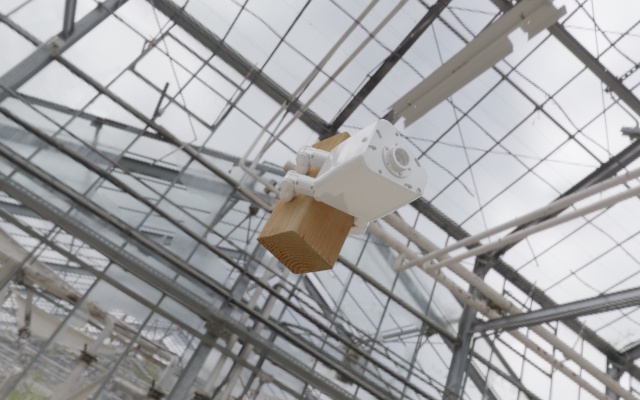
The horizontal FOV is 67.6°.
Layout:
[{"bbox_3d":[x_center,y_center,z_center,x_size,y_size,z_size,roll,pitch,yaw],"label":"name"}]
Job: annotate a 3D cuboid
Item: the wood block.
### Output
[{"bbox_3d":[0.001,0.002,0.743,0.090,0.206,0.091,-16,-54,45],"label":"wood block"}]
